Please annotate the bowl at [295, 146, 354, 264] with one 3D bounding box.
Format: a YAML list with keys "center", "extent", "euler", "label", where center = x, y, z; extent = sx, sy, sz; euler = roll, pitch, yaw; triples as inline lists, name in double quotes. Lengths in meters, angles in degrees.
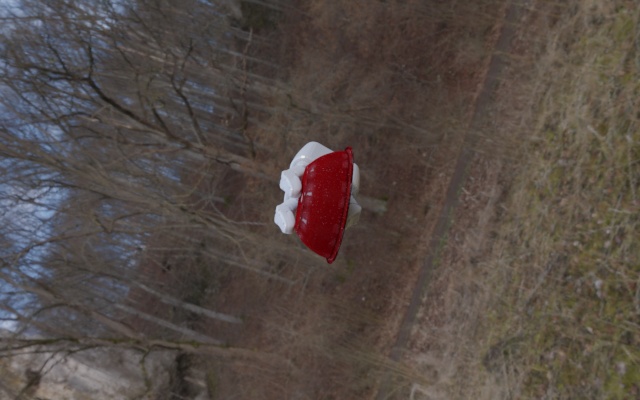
- center: [0.000, 0.002, 0.643]
  extent: [0.055, 0.162, 0.162]
  euler: [9, -1, -7]
  label: "bowl"
